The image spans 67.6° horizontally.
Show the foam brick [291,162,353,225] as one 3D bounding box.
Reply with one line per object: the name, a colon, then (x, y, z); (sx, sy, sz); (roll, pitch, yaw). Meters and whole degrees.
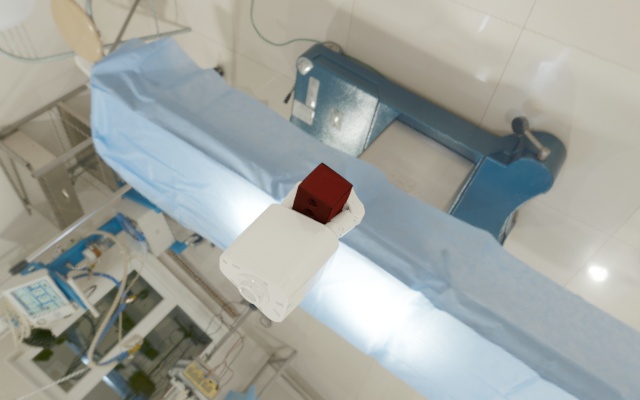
foam brick: (0.000, 0.002, 0.620); (0.053, 0.078, 0.051); (36, 54, 13)
